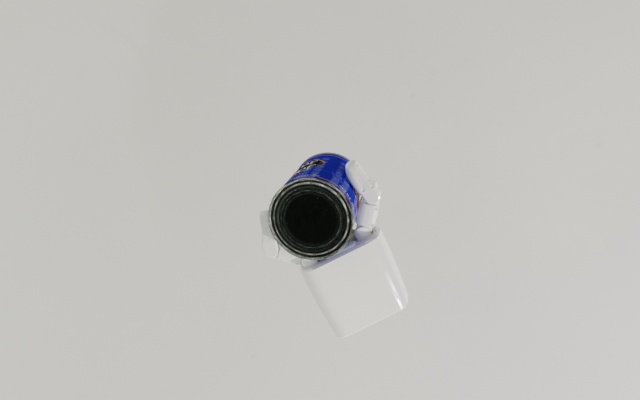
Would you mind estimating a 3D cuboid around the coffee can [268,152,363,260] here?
[{"bbox_3d":[0.000,0.002,0.620,0.103,0.103,0.140,0,18,11],"label":"coffee can"}]
